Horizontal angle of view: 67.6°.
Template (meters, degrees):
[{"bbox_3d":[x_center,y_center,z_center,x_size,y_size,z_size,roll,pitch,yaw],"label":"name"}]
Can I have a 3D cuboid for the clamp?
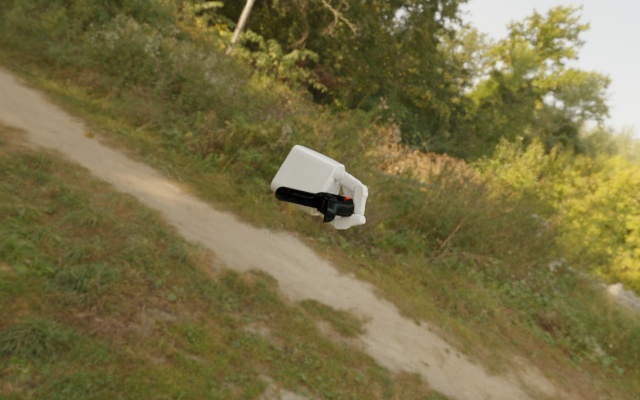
[{"bbox_3d":[0.001,0.002,0.852,0.120,0.039,0.171,29,11,21],"label":"clamp"}]
